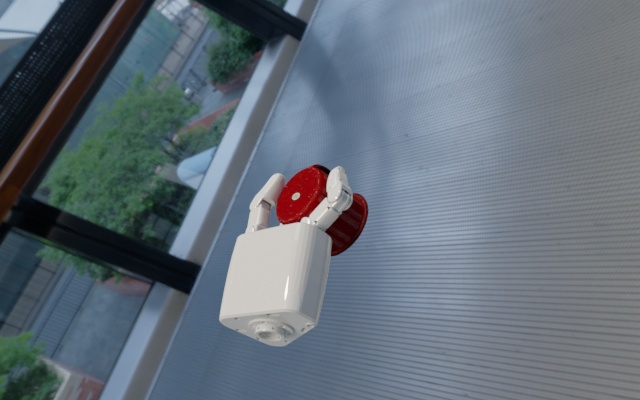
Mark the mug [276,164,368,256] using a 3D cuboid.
[{"bbox_3d":[0.000,0.001,0.607,0.093,0.117,0.081,-27,-49,37],"label":"mug"}]
